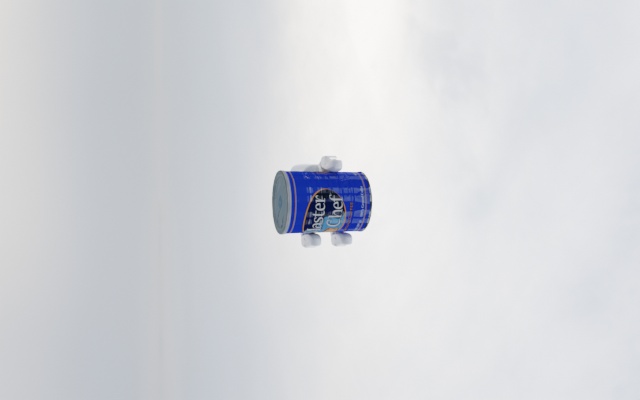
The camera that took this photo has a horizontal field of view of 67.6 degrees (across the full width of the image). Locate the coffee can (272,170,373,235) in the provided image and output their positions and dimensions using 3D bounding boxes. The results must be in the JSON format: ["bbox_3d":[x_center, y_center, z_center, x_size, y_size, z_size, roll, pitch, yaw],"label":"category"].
[{"bbox_3d":[0.000,0.003,0.781,0.140,0.103,0.103,0,0,-19],"label":"coffee can"}]
